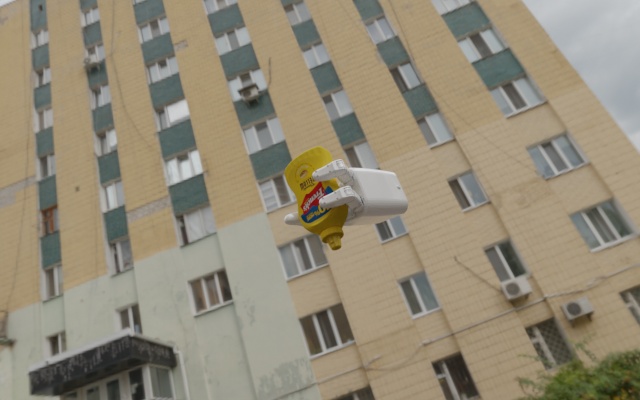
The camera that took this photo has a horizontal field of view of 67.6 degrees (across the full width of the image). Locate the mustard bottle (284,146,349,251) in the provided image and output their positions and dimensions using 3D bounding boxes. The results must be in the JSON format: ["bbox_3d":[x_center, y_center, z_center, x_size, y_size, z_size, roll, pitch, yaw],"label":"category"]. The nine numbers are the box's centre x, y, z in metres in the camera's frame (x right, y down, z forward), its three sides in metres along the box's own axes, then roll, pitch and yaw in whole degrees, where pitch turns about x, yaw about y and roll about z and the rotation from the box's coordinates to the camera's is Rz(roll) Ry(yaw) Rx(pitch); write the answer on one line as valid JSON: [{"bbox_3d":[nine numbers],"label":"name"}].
[{"bbox_3d":[0.000,0.003,0.864,0.096,0.191,0.058,-32,-30,23],"label":"mustard bottle"}]
